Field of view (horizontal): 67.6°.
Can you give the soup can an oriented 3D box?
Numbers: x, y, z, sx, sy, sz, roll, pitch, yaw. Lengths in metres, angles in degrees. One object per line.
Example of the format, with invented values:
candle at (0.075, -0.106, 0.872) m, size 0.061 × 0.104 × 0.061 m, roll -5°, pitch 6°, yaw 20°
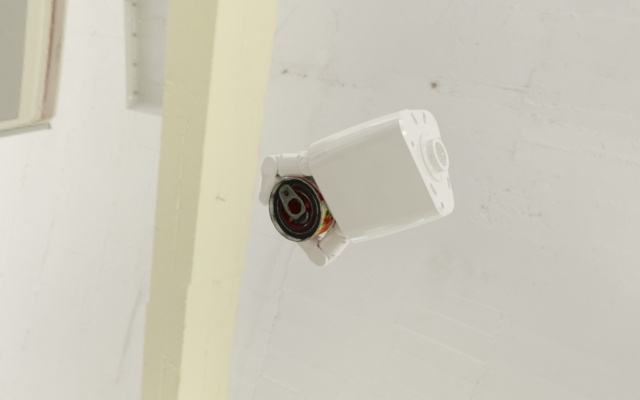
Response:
soup can at (0.000, 0.002, 0.533) m, size 0.068 × 0.068 × 0.102 m, roll 0°, pitch 9°, yaw 33°
